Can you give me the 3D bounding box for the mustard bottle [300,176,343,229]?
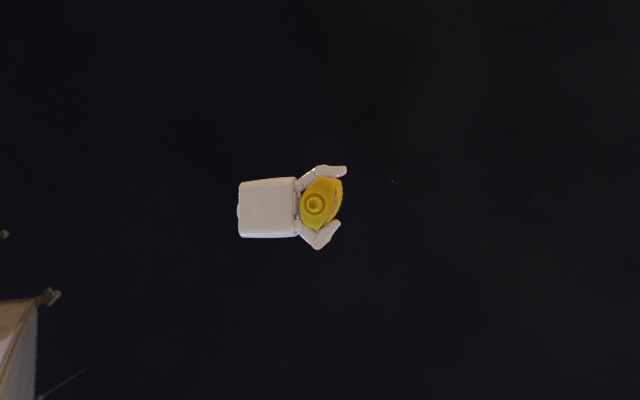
[{"bbox_3d":[0.001,0.003,0.886,0.058,0.096,0.191,21,5,7],"label":"mustard bottle"}]
